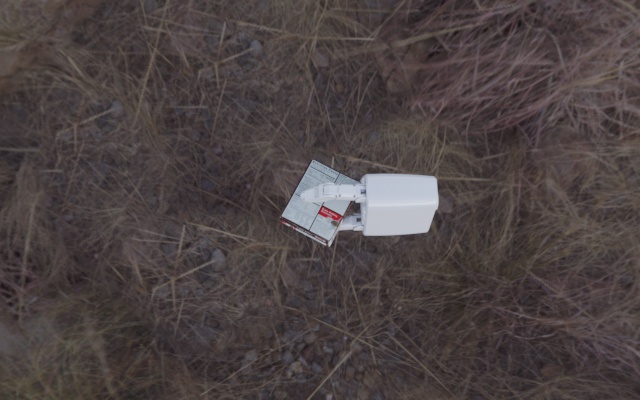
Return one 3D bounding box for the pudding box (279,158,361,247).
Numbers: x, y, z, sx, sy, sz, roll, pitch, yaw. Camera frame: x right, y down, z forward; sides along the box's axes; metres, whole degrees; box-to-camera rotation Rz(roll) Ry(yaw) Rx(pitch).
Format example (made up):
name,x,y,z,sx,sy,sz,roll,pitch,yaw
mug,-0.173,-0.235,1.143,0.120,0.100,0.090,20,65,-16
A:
name,x,y,z,sx,sy,sz,roll,pitch,yaw
pudding box,0.000,0.002,0.753,0.090,0.113,0.039,27,-15,6
